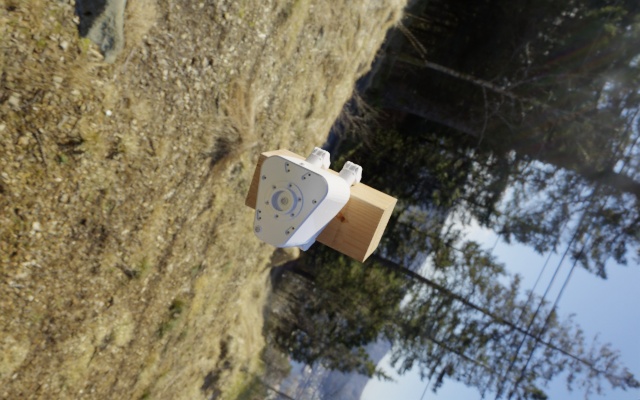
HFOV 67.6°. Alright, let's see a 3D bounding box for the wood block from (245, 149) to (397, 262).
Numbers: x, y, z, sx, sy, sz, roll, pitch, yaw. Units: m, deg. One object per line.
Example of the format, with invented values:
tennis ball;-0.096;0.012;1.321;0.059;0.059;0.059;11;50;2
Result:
wood block;0.000;0.003;0.745;0.206;0.091;0.090;26;18;15
